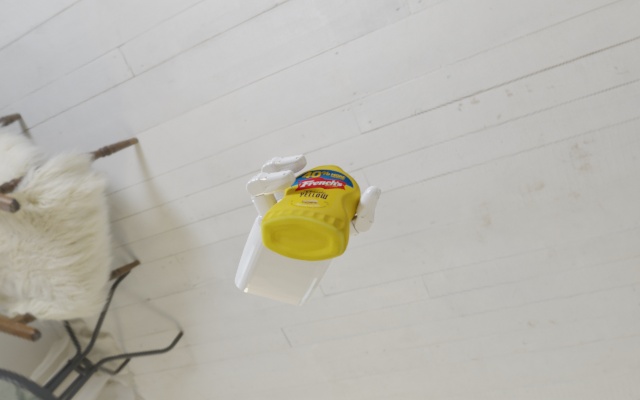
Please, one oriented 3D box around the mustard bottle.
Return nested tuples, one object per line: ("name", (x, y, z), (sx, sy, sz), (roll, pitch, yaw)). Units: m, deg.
("mustard bottle", (0.000, 0.002, 0.594), (0.096, 0.058, 0.191), (4, 26, 12))
